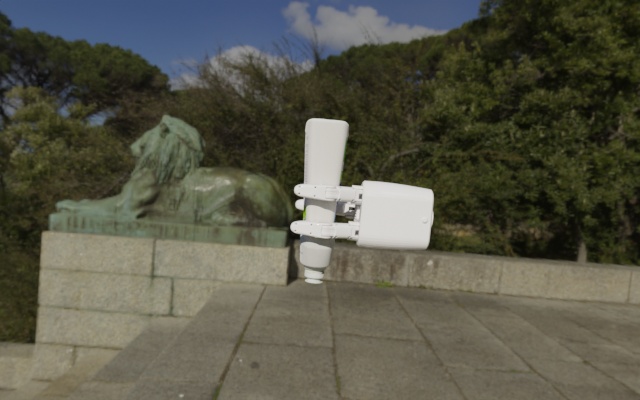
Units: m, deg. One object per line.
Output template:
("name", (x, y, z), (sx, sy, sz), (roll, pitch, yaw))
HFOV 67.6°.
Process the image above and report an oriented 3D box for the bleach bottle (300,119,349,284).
("bleach bottle", (0.000, 0.002, 0.754), (0.068, 0.251, 0.102), (5, 3, -2))
